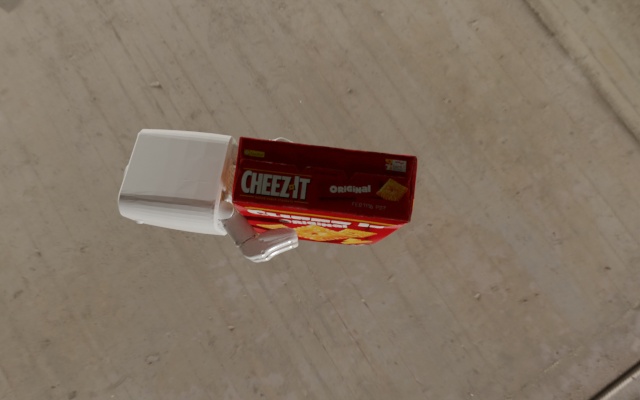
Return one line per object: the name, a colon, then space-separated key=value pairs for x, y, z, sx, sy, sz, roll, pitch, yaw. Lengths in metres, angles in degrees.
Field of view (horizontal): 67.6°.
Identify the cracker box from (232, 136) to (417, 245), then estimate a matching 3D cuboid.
cracker box: x=0.000 y=0.002 z=0.527 sx=0.164 sy=0.072 sz=0.214 roll=6 pitch=-10 yaw=-1
